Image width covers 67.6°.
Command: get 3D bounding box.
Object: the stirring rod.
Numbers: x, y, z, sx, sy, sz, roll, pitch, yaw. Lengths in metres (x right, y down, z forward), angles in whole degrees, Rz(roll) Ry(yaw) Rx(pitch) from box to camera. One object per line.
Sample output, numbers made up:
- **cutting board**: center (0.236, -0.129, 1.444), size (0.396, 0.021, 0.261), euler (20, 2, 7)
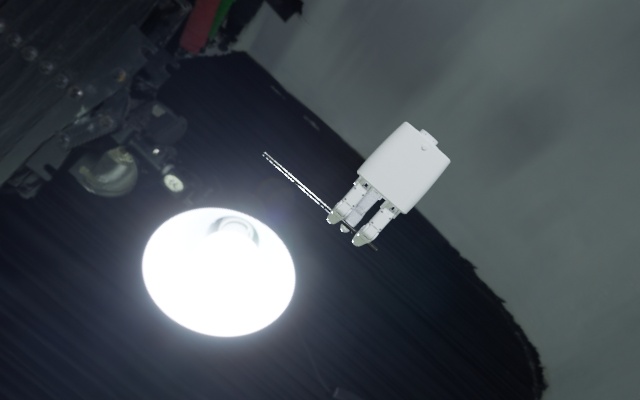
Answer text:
- **stirring rod**: center (0.000, 0.003, 0.775), size (0.239, 0.011, 0.011), euler (41, -1, -2)
